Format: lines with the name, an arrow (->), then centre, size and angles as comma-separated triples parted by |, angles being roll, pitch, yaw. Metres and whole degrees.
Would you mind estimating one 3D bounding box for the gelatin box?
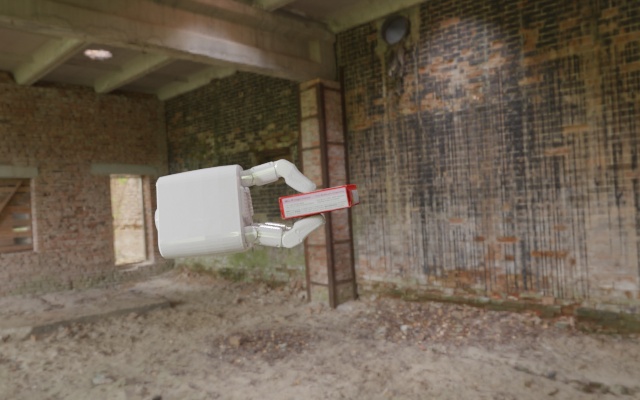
gelatin box -> 0.000, 0.001, 0.608 | 0.089, 0.030, 0.073 | -11, 0, 13
